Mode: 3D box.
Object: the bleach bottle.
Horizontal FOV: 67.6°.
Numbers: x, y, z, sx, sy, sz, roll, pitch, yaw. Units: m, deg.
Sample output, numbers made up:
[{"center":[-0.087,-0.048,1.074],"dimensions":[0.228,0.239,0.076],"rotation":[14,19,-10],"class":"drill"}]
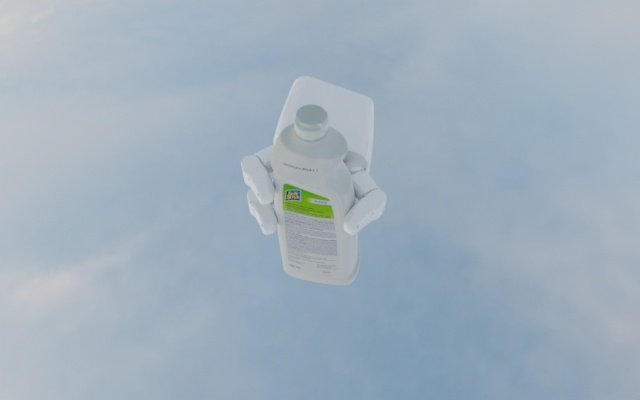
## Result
[{"center":[0.000,0.002,0.528],"dimensions":[0.102,0.068,0.251],"rotation":[7,-38,6],"class":"bleach bottle"}]
